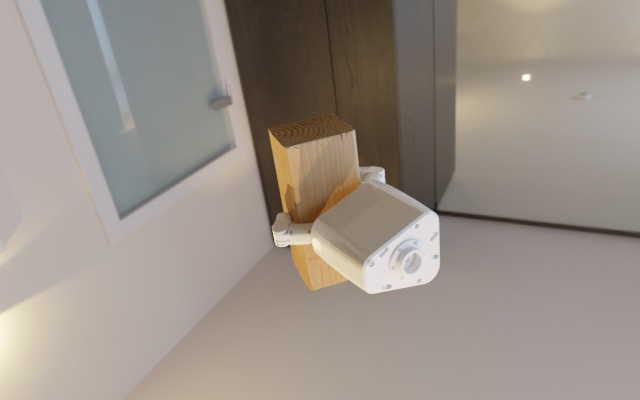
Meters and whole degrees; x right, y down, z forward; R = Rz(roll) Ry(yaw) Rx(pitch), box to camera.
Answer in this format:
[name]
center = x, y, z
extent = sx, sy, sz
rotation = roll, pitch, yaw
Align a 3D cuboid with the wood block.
[wood block]
center = 0.000, 0.002, 0.634
extent = 0.091, 0.206, 0.090
rotation = -15, 27, -13
